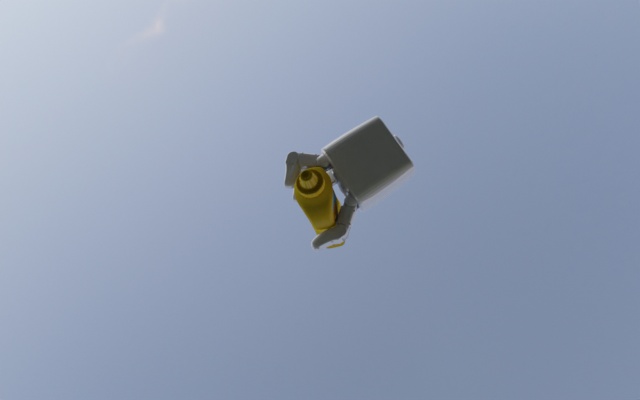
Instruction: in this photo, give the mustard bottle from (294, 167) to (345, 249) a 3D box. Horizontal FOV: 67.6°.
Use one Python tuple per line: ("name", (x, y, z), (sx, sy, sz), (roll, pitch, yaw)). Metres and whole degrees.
("mustard bottle", (0.000, 0.003, 0.742), (0.058, 0.096, 0.192), (-12, -25, 7))
